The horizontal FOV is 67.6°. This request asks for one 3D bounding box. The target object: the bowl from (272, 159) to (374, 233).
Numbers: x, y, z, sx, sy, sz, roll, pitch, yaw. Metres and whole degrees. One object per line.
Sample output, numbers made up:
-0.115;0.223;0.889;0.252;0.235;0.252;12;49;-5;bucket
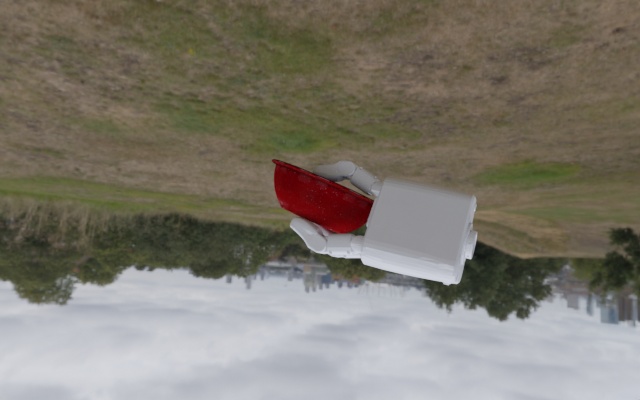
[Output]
-0.001;0.002;0.631;0.162;0.055;0.162;24;-1;0;bowl
